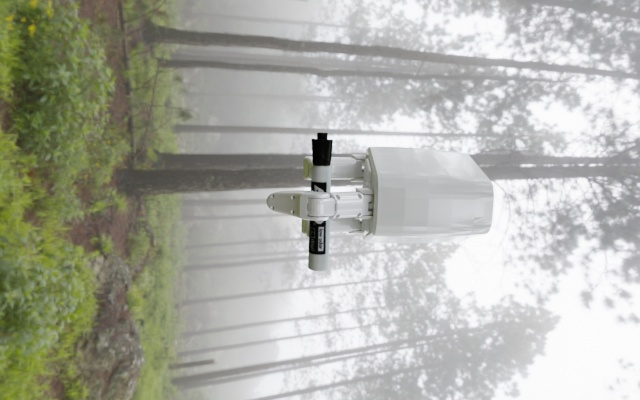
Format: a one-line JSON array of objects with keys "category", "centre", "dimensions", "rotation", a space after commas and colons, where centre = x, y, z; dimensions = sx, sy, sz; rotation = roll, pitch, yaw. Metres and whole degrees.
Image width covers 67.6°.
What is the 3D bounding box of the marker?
[{"category": "marker", "centre": [0.000, 0.001, 0.420], "dimensions": [0.020, 0.121, 0.020], "rotation": [2, 9, 0]}]
